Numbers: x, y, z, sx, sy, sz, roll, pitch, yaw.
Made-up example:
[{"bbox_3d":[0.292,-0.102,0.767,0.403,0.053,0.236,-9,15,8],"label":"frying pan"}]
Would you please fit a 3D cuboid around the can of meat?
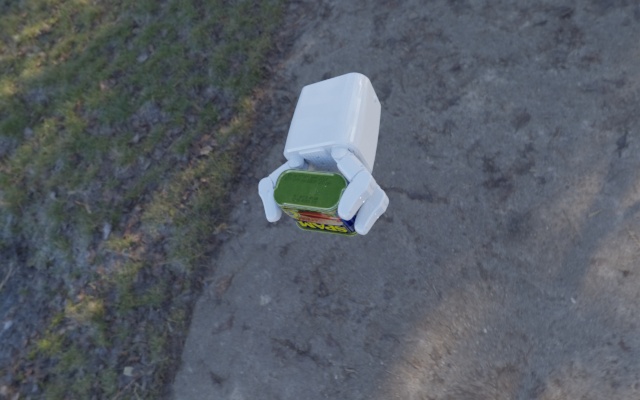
[{"bbox_3d":[0.000,0.002,0.613,0.102,0.057,0.084,6,-20,25],"label":"can of meat"}]
